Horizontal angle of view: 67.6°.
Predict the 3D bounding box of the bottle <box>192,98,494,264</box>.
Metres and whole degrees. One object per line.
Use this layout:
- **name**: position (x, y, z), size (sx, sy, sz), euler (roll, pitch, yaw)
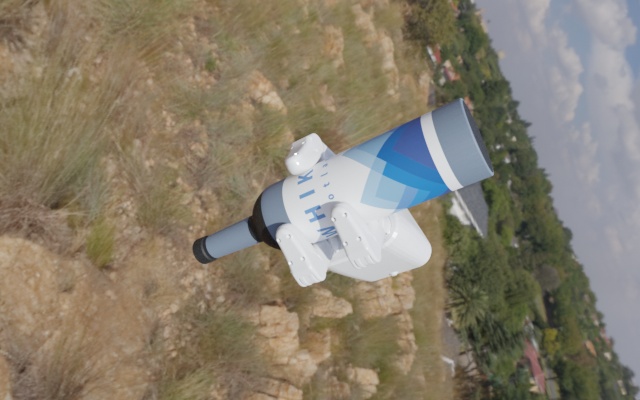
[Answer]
- **bottle**: position (0.000, 0.001, 0.436), size (0.296, 0.069, 0.069), euler (-23, -10, 24)
